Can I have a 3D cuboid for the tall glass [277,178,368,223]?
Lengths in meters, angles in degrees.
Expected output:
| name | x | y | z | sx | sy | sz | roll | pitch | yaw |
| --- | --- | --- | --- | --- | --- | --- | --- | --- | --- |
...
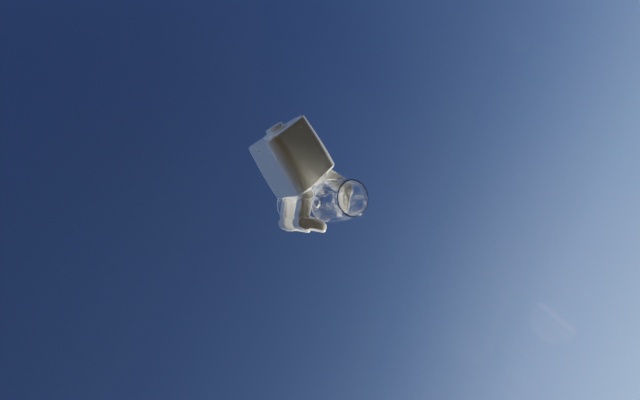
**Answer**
| name | x | y | z | sx | sy | sz | roll | pitch | yaw |
| --- | --- | --- | --- | --- | --- | --- | --- | --- | --- |
| tall glass | 0.000 | 0.003 | 0.852 | 0.079 | 0.079 | 0.201 | 0 | -4 | -32 |
